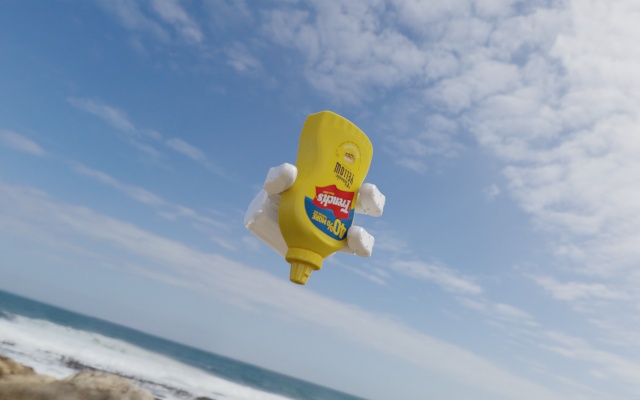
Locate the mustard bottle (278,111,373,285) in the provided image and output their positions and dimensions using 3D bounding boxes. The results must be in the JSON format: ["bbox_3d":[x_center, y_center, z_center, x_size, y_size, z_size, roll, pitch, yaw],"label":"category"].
[{"bbox_3d":[0.000,0.001,0.542,0.058,0.191,0.096,-3,-28,44],"label":"mustard bottle"}]
